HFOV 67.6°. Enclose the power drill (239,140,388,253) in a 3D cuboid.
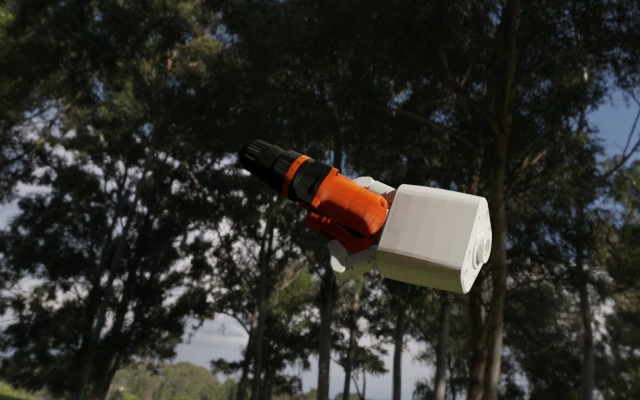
[{"bbox_3d":[0.000,0.002,0.590,0.184,0.057,0.188,29,-8,19],"label":"power drill"}]
